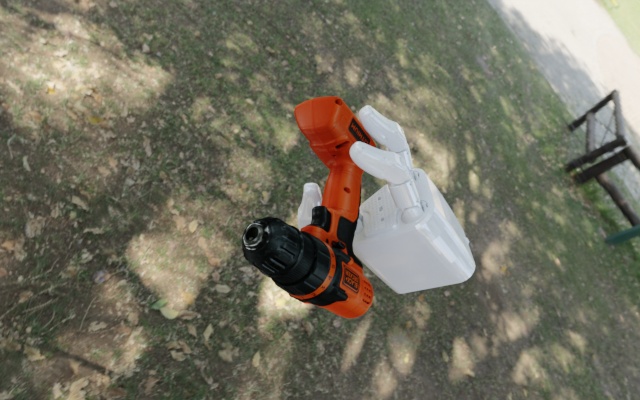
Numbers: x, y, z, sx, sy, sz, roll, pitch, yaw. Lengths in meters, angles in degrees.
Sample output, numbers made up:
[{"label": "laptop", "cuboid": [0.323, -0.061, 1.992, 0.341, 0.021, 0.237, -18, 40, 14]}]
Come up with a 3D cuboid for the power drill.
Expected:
[{"label": "power drill", "cuboid": [0.000, 0.001, 0.441, 0.057, 0.187, 0.184, -5, -27, 27]}]
